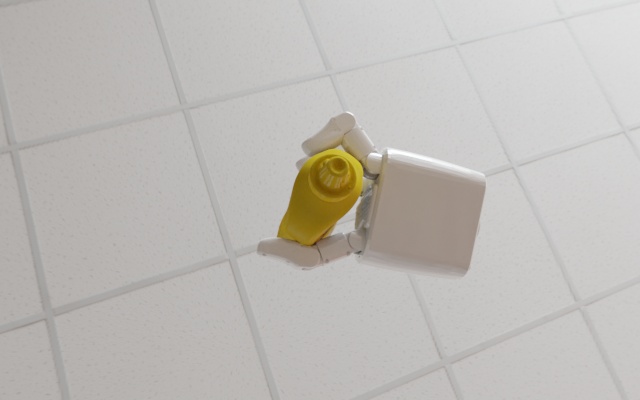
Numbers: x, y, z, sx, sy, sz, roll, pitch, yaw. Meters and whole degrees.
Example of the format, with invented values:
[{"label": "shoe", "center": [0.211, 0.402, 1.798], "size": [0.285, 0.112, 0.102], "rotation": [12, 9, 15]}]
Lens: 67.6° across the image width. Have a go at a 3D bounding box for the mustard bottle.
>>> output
[{"label": "mustard bottle", "center": [0.000, 0.001, 0.470], "size": [0.058, 0.096, 0.192], "rotation": [36, -19, 2]}]
